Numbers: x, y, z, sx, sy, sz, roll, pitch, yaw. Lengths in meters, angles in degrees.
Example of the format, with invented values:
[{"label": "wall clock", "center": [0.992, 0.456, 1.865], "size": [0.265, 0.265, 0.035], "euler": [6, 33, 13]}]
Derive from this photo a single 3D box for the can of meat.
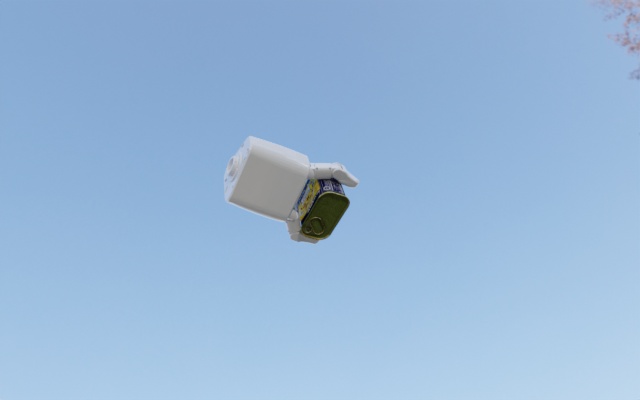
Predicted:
[{"label": "can of meat", "center": [0.000, 0.002, 0.829], "size": [0.057, 0.102, 0.084], "euler": [16, 33, -24]}]
